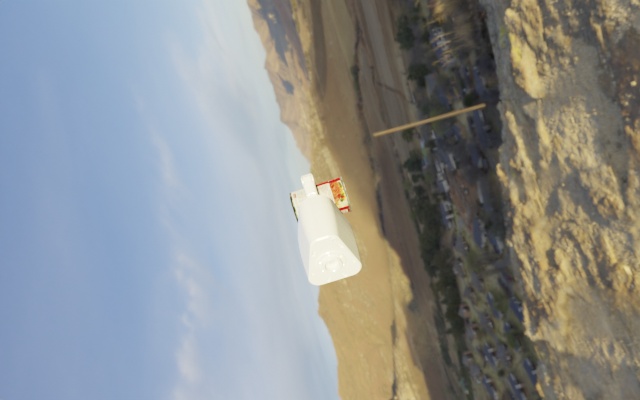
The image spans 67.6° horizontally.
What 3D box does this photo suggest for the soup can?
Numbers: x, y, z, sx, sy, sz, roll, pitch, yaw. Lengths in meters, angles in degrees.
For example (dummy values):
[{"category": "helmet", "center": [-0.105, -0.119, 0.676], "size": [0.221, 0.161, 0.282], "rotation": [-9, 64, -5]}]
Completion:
[{"category": "soup can", "center": [0.000, 0.003, 0.889], "size": [0.102, 0.068, 0.068], "rotation": [-17, 0, 1]}]
